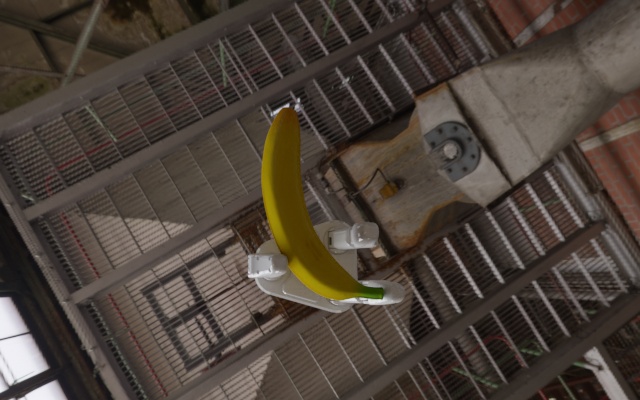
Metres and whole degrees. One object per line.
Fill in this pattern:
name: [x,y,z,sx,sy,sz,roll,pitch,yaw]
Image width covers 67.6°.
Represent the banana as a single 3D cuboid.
banana: [-0.015,0.012,0.439,0.069,0.198,0.037,-25,-7,-5]
